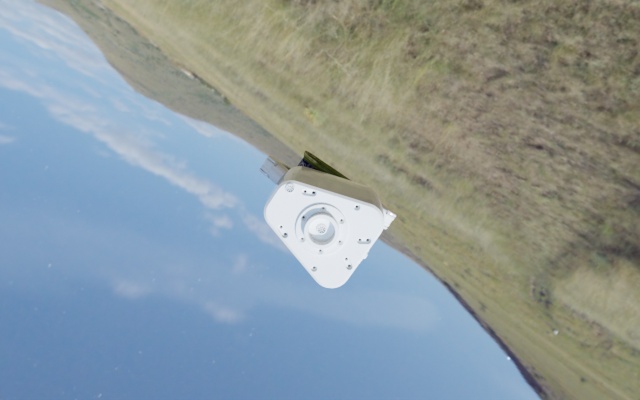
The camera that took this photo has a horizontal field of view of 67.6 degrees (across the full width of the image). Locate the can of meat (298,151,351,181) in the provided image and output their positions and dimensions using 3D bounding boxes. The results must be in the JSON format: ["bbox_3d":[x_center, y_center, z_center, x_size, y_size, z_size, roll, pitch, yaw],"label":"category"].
[{"bbox_3d":[0.000,0.002,0.590,0.102,0.084,0.057,34,9,-7],"label":"can of meat"}]
